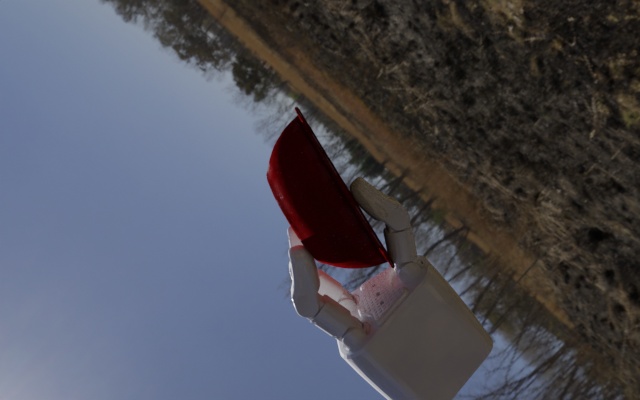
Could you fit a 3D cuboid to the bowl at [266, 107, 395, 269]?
[{"bbox_3d":[-0.001,0.000,0.417,0.055,0.162,0.162,-31,-2,4],"label":"bowl"}]
